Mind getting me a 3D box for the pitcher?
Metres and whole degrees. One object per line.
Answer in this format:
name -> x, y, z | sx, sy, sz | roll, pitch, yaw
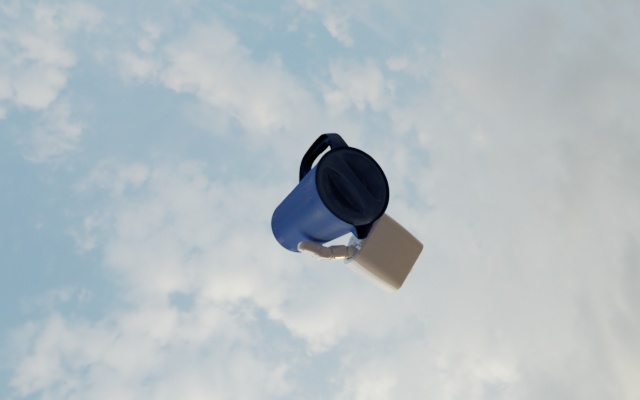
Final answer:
pitcher -> 0.000, 0.003, 0.839 | 0.145, 0.149, 0.243 | 35, -31, -12
